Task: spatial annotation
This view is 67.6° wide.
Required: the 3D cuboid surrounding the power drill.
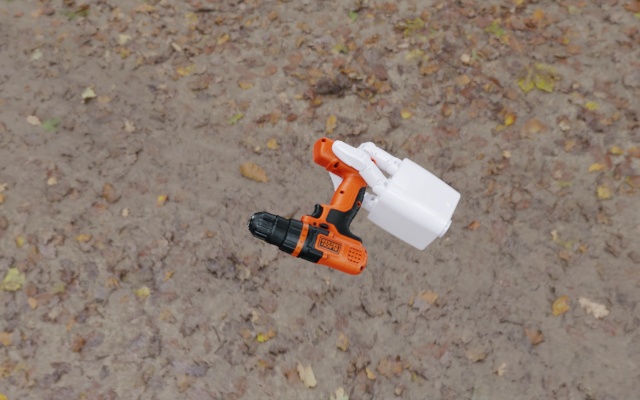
[{"bbox_3d":[0.001,0.002,0.724,0.184,0.187,0.057,23,-21,-12],"label":"power drill"}]
